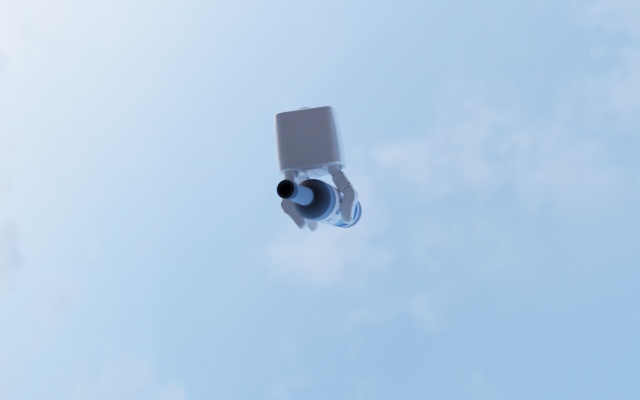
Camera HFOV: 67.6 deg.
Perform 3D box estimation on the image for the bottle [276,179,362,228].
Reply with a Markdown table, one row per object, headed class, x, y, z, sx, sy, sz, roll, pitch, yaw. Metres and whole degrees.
| class | x | y | z | sx | sy | sz | roll | pitch | yaw |
| --- | --- | --- | --- | --- | --- | --- | --- | --- | --- |
| bottle | 0.000 | 0.003 | 0.799 | 0.069 | 0.069 | 0.296 | 0 | -7 | 20 |
